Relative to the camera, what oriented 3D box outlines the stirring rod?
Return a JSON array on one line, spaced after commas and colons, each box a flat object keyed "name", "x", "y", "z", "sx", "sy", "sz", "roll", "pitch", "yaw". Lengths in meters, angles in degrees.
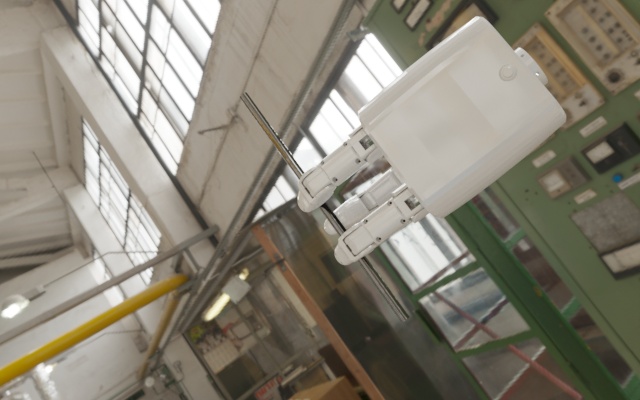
[{"name": "stirring rod", "x": 0.000, "y": 0.001, "z": 0.410, "sx": 0.011, "sy": 0.239, "sz": 0.011, "roll": -35, "pitch": -10, "yaw": -7}]
